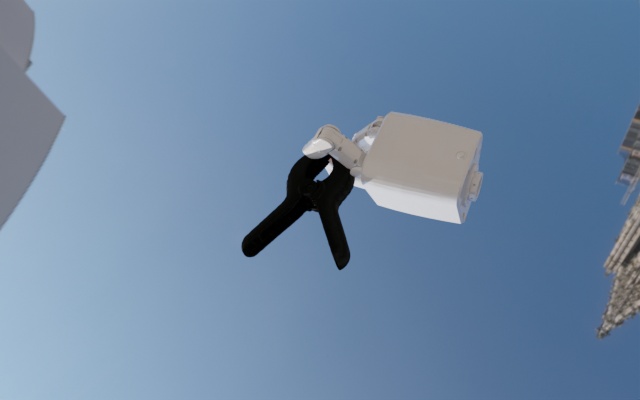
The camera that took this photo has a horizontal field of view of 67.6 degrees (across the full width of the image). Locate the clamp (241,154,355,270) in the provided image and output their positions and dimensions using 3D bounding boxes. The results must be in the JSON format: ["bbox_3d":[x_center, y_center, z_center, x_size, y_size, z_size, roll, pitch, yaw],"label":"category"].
[{"bbox_3d":[0.000,0.002,0.522,0.120,0.171,0.039,16,-28,23],"label":"clamp"}]
